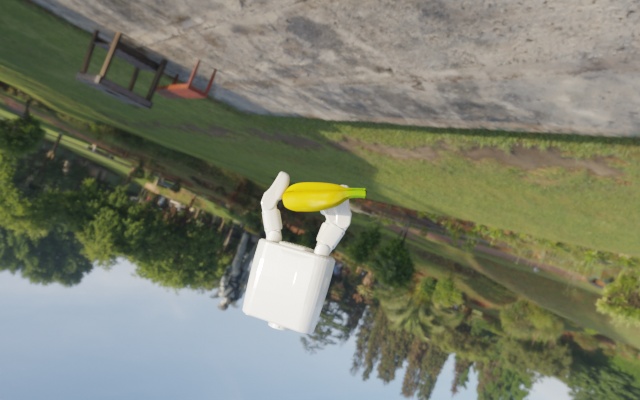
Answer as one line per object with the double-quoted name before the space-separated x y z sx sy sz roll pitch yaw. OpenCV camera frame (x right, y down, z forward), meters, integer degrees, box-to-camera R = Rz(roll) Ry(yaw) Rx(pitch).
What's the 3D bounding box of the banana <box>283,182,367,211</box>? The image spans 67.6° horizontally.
"banana" -0.015 -0.002 0.646 0.069 0.037 0.198 12 -6 -24
